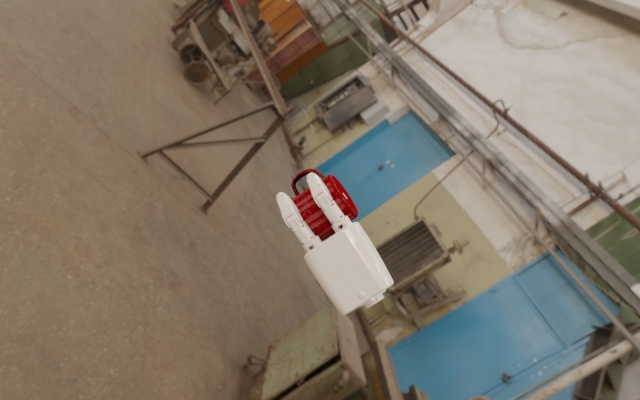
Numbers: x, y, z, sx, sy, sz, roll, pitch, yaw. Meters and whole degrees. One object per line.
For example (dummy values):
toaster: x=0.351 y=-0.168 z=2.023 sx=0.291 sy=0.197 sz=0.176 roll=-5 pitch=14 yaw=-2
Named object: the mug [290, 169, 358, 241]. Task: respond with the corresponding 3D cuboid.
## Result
mug: x=0.000 y=0.001 z=0.763 sx=0.081 sy=0.117 sz=0.093 roll=-34 pitch=-11 yaw=10
